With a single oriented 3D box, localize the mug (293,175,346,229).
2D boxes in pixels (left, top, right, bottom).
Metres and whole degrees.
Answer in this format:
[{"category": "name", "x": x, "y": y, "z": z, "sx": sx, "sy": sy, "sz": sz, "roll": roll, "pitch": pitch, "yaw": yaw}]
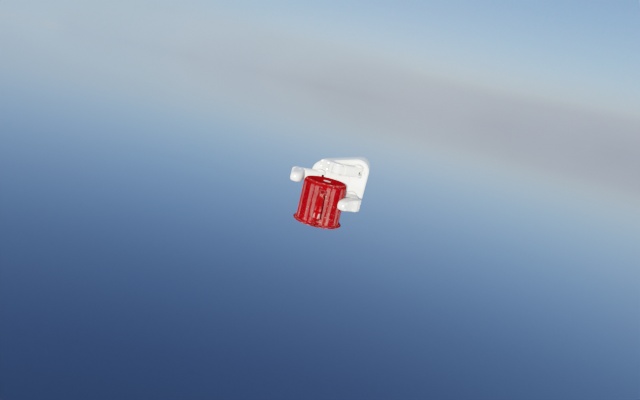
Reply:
[{"category": "mug", "x": 0.000, "y": 0.003, "z": 0.890, "sx": 0.093, "sy": 0.081, "sz": 0.117, "roll": 14, "pitch": 13, "yaw": 5}]
